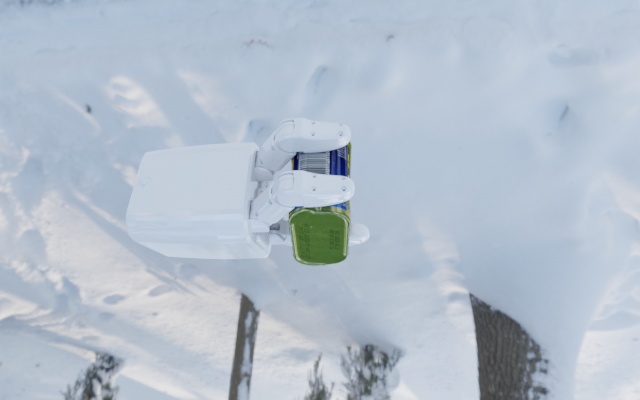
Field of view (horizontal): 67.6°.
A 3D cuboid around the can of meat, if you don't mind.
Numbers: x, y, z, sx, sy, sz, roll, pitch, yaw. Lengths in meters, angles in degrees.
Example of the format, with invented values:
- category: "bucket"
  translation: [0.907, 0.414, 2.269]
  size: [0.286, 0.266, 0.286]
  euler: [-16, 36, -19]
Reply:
- category: "can of meat"
  translation: [0.000, 0.002, 0.439]
  size: [0.057, 0.084, 0.102]
  euler: [0, -34, 2]
